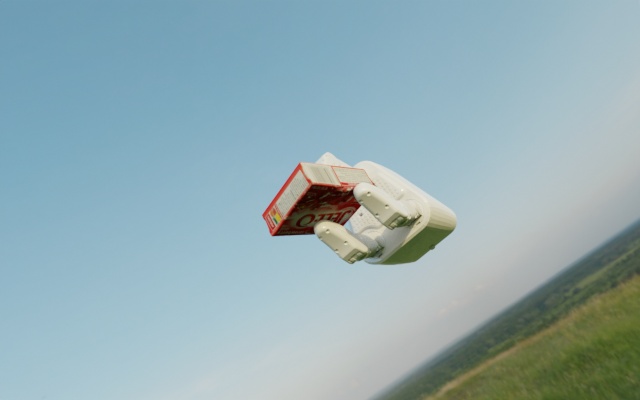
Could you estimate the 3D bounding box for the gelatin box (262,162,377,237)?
[{"bbox_3d":[0.000,0.001,0.456,0.089,0.030,0.073,3,-43,-44],"label":"gelatin box"}]
